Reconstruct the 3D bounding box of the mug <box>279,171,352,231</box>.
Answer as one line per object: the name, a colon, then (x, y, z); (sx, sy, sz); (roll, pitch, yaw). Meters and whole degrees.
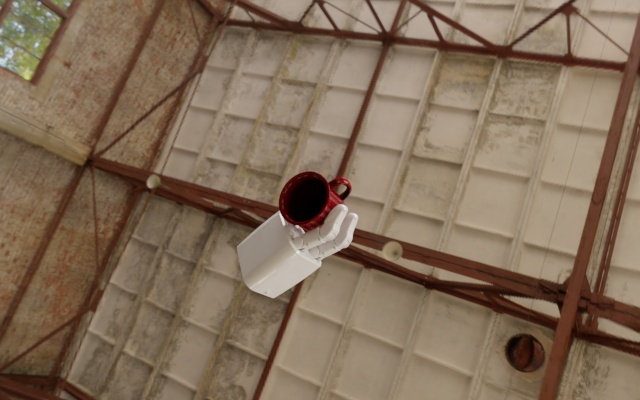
mug: (0.001, 0.002, 0.792); (0.117, 0.093, 0.081); (-36, -33, 10)
